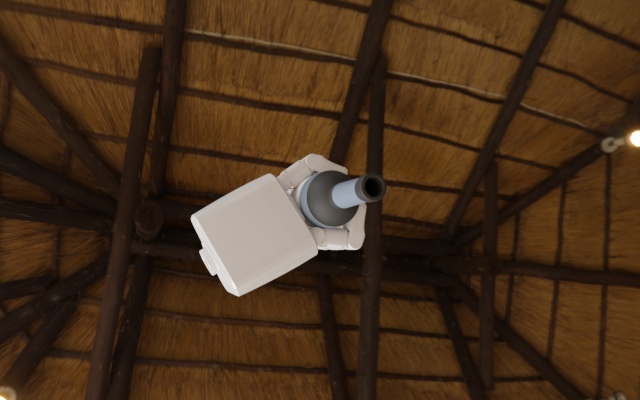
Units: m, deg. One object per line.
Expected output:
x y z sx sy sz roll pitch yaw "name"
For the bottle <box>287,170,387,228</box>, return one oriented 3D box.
0.000 0.002 0.583 0.069 0.069 0.296 0 -6 -20 "bottle"
